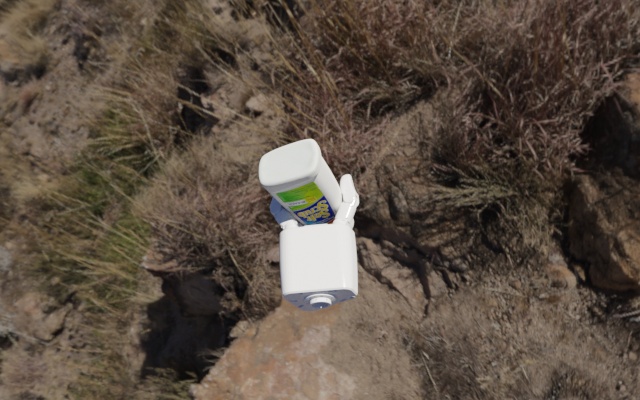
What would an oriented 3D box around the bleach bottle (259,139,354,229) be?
[{"bbox_3d":[0.000,0.003,0.790,0.102,0.068,0.251,-15,-34,19],"label":"bleach bottle"}]
